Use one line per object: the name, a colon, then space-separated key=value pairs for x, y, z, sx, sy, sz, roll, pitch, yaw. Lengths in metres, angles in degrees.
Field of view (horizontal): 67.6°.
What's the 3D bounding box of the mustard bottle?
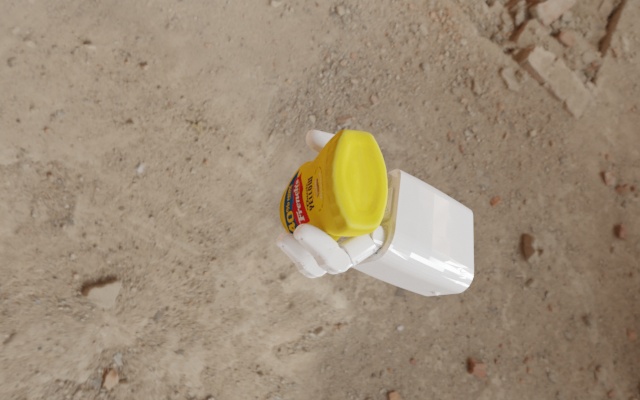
mustard bottle: x=0.000 y=0.002 z=0.508 sx=0.058 sy=0.096 sz=0.192 roll=1 pitch=-14 yaw=-23
